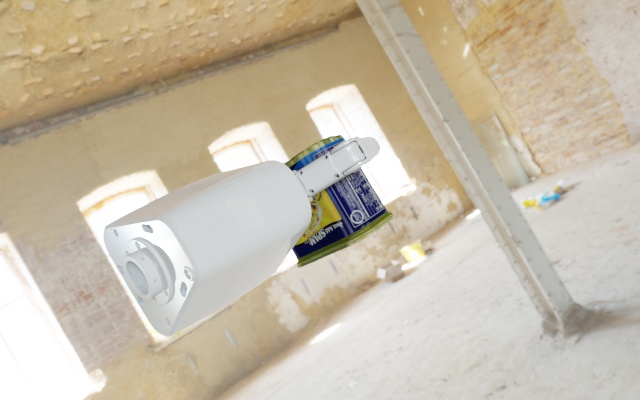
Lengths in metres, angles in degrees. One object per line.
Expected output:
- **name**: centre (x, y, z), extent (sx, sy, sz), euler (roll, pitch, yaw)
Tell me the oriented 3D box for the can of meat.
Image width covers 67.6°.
- **can of meat**: centre (0.000, 0.001, 0.415), extent (0.057, 0.084, 0.102), euler (-30, -1, -42)
